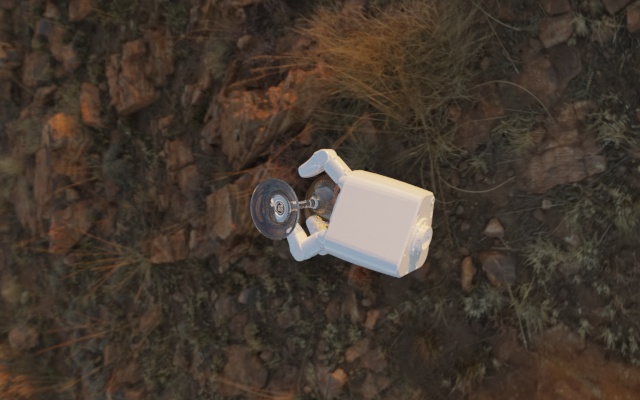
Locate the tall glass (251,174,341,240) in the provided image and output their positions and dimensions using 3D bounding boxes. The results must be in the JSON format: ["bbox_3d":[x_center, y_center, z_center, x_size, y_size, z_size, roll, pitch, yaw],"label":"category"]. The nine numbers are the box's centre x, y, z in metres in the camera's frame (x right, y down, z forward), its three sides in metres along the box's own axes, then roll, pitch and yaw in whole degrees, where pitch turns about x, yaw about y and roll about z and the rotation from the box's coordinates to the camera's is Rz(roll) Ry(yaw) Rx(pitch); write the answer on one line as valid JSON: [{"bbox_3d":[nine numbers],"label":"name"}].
[{"bbox_3d":[0.000,0.002,0.654,0.079,0.079,0.201,0,5,34],"label":"tall glass"}]
